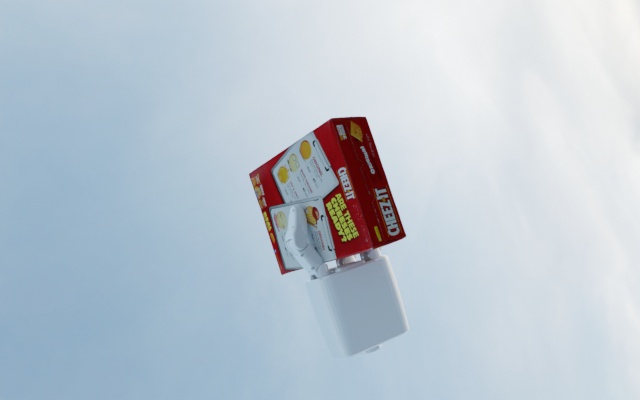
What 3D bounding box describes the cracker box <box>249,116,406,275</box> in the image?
[{"bbox_3d":[0.000,0.002,0.654,0.072,0.164,0.214,-14,-7,-39],"label":"cracker box"}]
